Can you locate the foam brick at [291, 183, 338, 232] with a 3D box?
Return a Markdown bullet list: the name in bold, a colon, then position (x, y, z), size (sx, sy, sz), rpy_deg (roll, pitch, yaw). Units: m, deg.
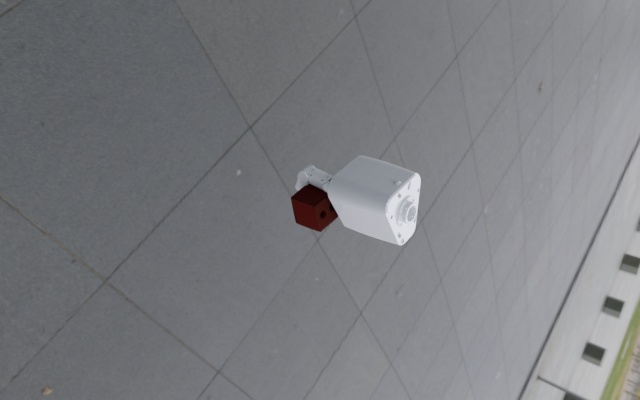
- **foam brick**: position (0.000, 0.003, 0.753), size (0.051, 0.053, 0.078), rpy_deg (21, 47, 36)
